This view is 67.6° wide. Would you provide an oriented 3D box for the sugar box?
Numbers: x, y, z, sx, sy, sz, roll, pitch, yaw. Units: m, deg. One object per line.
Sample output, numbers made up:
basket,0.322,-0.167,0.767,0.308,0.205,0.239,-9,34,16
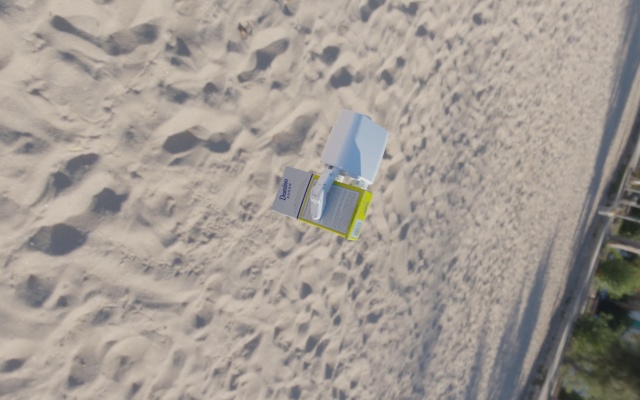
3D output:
sugar box,0.001,0.003,0.889,0.176,0.093,0.048,19,-1,32
